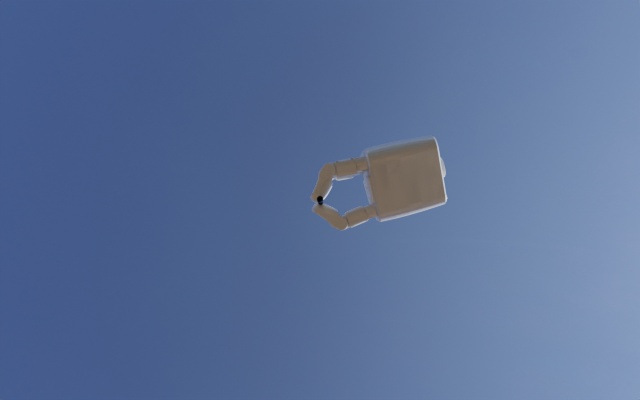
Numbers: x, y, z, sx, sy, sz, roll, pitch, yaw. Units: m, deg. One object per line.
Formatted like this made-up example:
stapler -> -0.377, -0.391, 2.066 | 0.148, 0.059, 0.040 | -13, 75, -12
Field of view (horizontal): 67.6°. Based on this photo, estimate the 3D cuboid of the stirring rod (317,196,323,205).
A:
stirring rod -> 0.000, 0.002, 0.705 | 0.011, 0.011, 0.239 | 0, -2, 0
